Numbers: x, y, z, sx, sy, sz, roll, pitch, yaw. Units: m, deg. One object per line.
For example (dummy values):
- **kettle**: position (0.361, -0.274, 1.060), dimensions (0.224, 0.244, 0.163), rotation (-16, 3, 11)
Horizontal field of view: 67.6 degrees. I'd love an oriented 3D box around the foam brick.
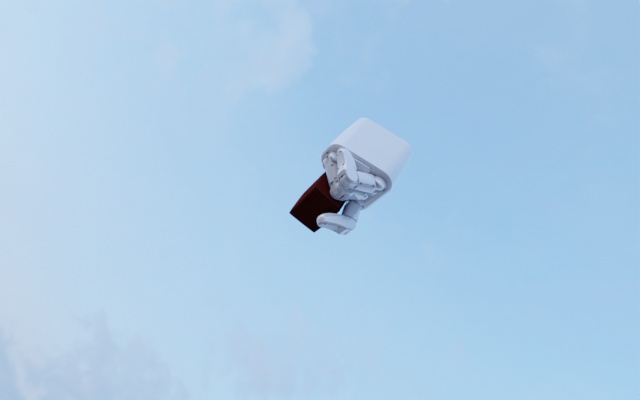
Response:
- **foam brick**: position (0.000, 0.003, 0.731), dimensions (0.078, 0.053, 0.051), rotation (-42, 11, 45)
